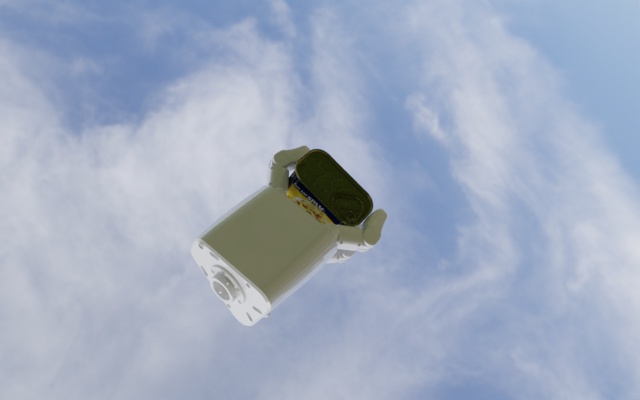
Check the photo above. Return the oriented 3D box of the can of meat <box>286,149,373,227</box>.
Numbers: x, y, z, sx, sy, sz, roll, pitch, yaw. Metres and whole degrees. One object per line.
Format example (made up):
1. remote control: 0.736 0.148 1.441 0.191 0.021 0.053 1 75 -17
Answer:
1. can of meat: 0.000 0.002 0.581 0.057 0.102 0.084 -44 -2 -38
